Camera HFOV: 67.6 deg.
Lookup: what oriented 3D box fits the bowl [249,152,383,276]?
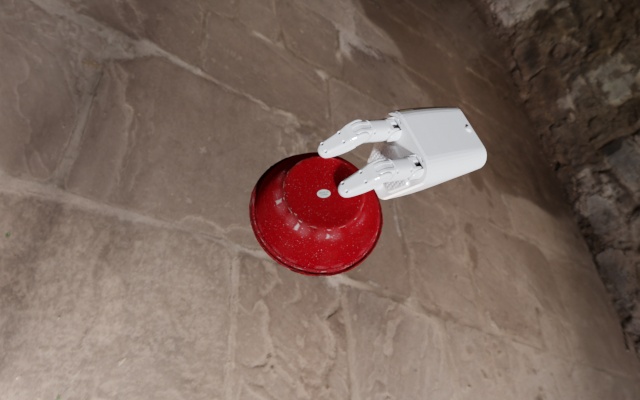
[{"bbox_3d":[-0.001,0.002,0.546,0.162,0.162,0.055,0,-26,-10],"label":"bowl"}]
